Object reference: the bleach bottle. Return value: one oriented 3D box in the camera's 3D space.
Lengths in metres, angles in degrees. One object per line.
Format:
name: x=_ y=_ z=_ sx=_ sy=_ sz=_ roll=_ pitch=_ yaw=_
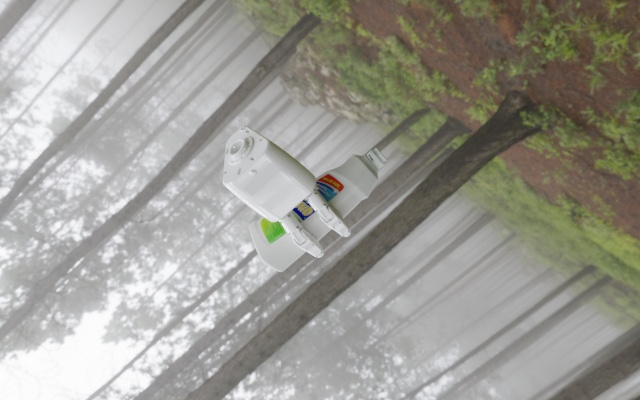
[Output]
bleach bottle: x=0.000 y=0.003 z=0.778 sx=0.068 sy=0.251 sz=0.102 roll=40 pitch=14 yaw=-40
